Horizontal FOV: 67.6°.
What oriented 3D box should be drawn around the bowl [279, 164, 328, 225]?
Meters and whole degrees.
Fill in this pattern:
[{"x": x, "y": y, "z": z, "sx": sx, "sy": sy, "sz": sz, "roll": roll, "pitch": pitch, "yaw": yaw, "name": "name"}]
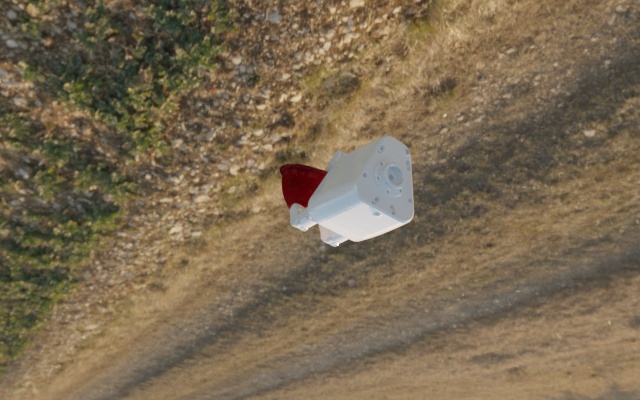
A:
[{"x": 0.000, "y": 0.003, "z": 0.761, "sx": 0.162, "sy": 0.055, "sz": 0.162, "roll": 21, "pitch": -14, "yaw": 5, "name": "bowl"}]
